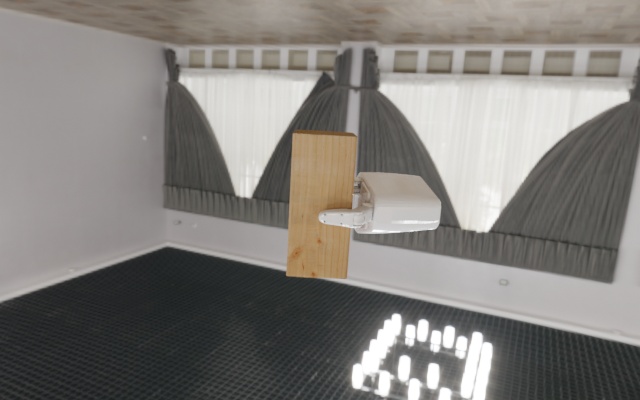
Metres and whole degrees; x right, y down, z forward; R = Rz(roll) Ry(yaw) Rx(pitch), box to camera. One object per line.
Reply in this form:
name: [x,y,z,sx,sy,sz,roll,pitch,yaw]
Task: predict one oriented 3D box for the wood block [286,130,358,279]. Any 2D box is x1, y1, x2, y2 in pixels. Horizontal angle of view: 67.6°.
wood block: [0.001,0.003,0.709,0.090,0.206,0.091,3,11,-1]
